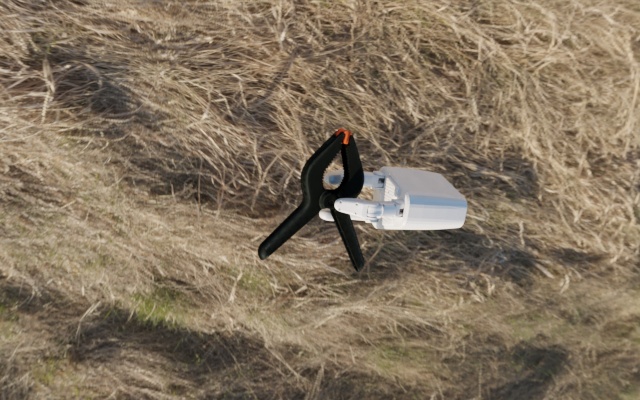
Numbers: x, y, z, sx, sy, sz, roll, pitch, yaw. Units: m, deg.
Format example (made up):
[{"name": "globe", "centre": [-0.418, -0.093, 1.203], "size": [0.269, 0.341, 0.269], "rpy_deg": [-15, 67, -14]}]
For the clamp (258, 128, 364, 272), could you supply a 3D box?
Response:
[{"name": "clamp", "centre": [0.001, 0.002, 0.675], "size": [0.164, 0.210, 0.036], "rpy_deg": [3, 14, -21]}]
